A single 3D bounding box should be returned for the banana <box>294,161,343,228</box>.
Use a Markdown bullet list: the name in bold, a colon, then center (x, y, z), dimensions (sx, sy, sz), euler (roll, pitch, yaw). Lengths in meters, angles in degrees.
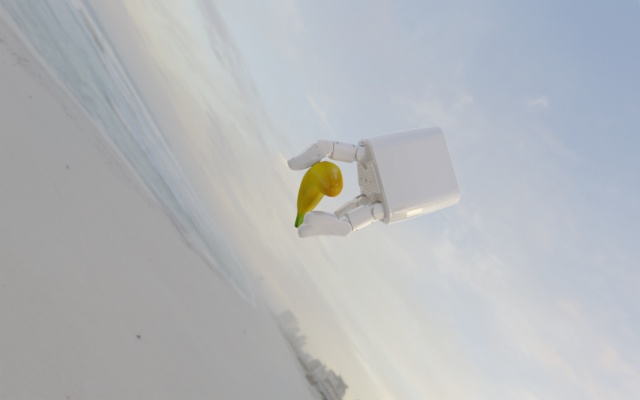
- **banana**: center (-0.001, -0.015, 0.615), dimensions (0.037, 0.069, 0.198), euler (2, -15, -12)
